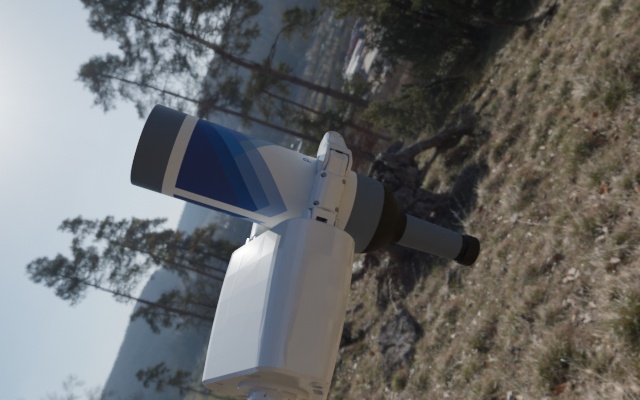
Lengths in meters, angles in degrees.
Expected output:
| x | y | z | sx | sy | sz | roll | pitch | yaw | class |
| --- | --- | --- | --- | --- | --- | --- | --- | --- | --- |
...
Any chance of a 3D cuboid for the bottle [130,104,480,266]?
| x | y | z | sx | sy | sz | roll | pitch | yaw | class |
| --- | --- | --- | --- | --- | --- | --- | --- | --- | --- |
| 0.000 | 0.001 | 0.402 | 0.296 | 0.069 | 0.069 | 18 | -4 | -12 | bottle |
